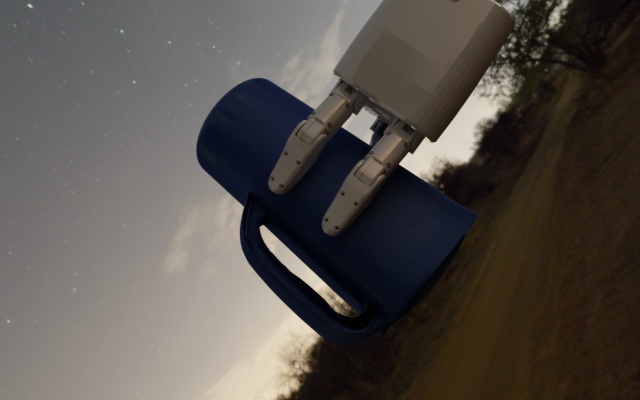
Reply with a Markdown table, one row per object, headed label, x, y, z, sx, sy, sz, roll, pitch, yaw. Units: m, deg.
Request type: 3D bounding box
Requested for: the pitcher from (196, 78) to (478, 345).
| label | x | y | z | sx | sy | sz | roll | pitch | yaw |
| --- | --- | --- | --- | --- | --- | --- | --- | --- | --- |
| pitcher | 0.000 | 0.001 | 0.429 | 0.243 | 0.145 | 0.149 | 38 | 8 | 14 |
